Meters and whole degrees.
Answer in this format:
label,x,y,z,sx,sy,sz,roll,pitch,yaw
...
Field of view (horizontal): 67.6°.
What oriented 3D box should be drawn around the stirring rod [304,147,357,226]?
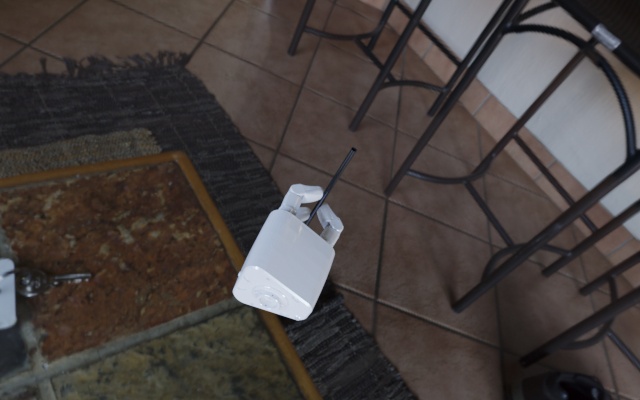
label,x,y,z,sx,sy,sz,roll,pitch,yaw
stirring rod,0.000,0.003,0.736,0.011,0.011,0.240,0,-37,-28
